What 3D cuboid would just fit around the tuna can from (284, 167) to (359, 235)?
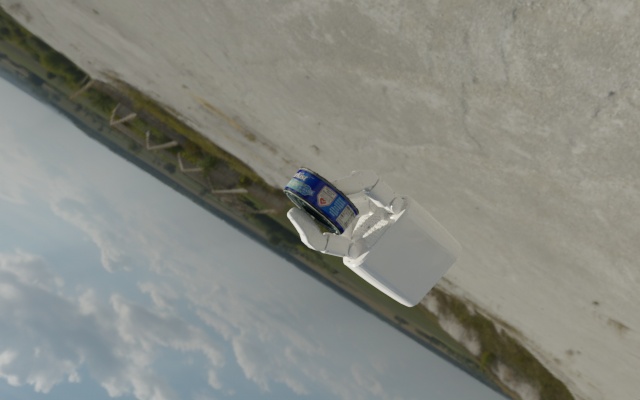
[{"bbox_3d":[0.000,0.002,0.544,0.086,0.033,0.086,37,-9,7],"label":"tuna can"}]
